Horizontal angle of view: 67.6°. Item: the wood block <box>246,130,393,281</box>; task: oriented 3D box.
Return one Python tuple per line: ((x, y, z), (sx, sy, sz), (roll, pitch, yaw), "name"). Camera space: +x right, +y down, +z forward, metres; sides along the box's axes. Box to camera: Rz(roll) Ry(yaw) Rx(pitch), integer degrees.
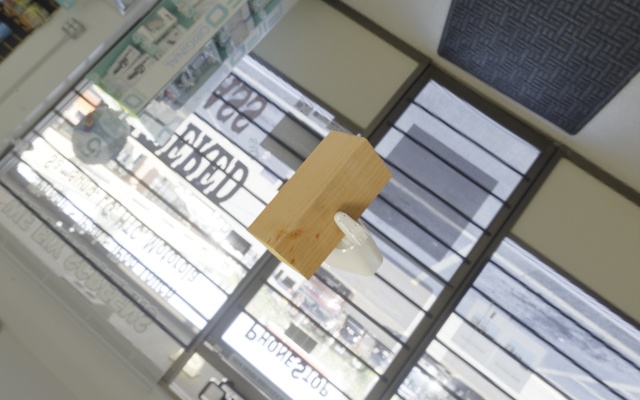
((0.000, 0.003, 0.721), (0.091, 0.206, 0.090), (25, -18, 52), "wood block")
